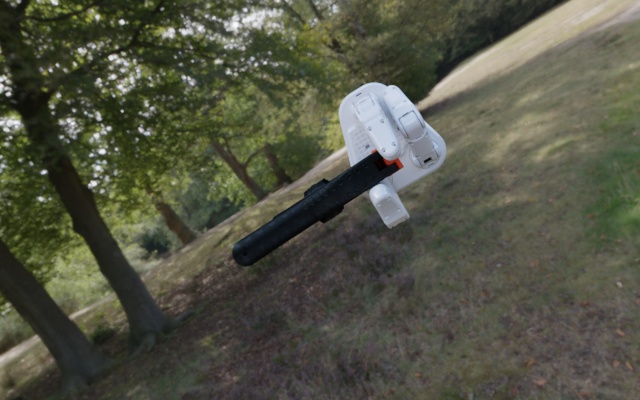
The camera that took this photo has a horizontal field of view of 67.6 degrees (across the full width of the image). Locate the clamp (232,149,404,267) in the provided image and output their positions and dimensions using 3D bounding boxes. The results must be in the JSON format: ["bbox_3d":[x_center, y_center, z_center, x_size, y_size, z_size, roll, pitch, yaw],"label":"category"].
[{"bbox_3d":[0.000,0.001,0.464,0.171,0.039,0.120,-31,8,10],"label":"clamp"}]
